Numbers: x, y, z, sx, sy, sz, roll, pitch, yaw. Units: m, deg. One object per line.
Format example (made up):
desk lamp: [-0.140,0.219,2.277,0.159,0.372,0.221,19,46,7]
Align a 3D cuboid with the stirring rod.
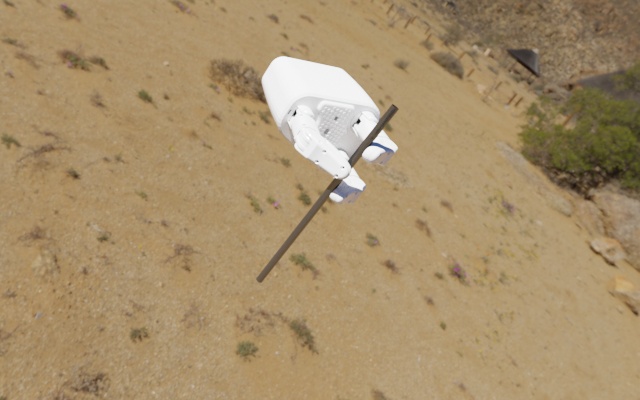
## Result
stirring rod: [0.000,0.002,0.482,0.011,0.240,0.011,31,25,-16]
